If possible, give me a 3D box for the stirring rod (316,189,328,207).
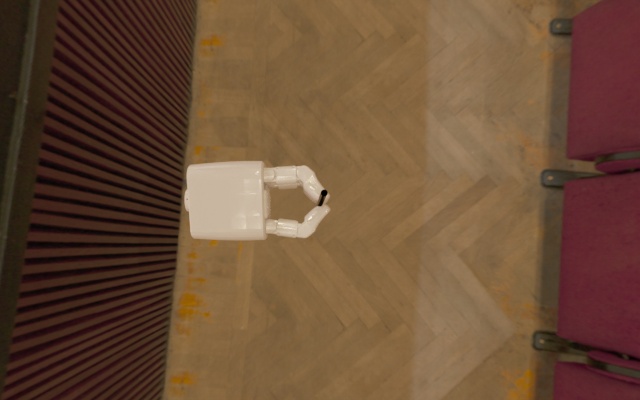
[{"bbox_3d":[0.000,0.002,0.660,0.011,0.011,0.239,0,-5,-2],"label":"stirring rod"}]
